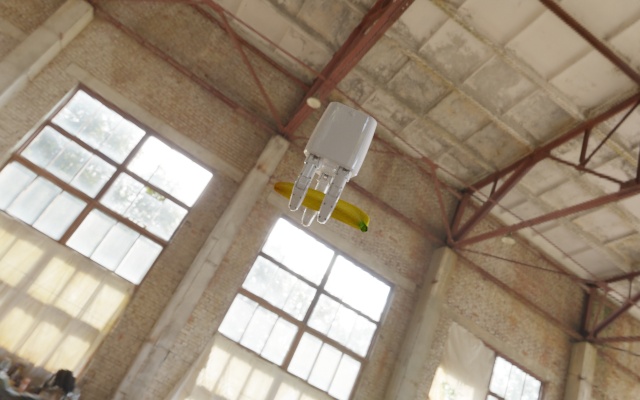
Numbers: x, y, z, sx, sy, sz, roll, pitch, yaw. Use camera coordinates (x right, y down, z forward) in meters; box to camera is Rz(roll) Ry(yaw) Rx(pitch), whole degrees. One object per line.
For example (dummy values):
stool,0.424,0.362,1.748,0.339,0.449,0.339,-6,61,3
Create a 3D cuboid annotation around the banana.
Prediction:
banana,0.011,0.007,0.838,0.197,0.037,0.069,23,-1,27
